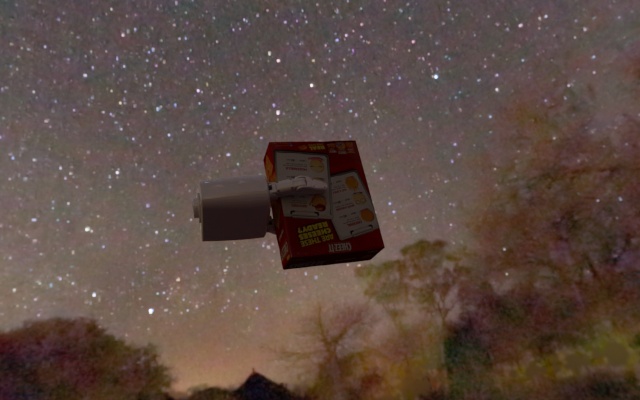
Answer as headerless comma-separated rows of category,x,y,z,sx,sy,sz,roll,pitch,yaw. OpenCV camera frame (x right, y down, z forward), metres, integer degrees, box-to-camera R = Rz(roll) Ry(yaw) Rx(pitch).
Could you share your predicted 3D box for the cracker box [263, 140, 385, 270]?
cracker box,0.000,0.002,0.823,0.164,0.213,0.072,-4,-25,-19
